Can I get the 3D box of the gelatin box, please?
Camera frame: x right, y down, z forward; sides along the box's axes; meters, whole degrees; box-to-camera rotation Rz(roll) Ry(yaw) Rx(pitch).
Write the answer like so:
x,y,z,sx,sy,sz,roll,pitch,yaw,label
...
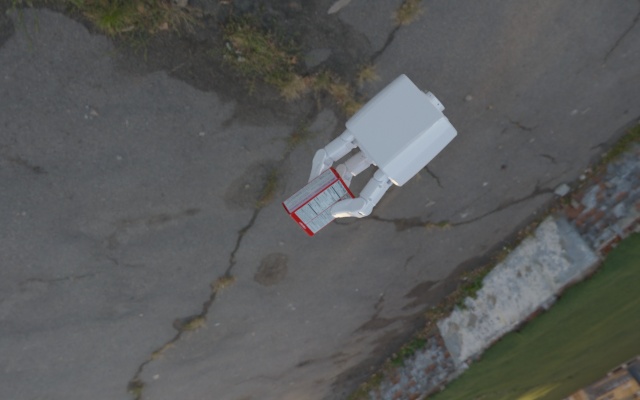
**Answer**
x,y,z,sx,sy,sz,roll,pitch,yaw,label
0.000,0.003,0.682,0.089,0.030,0.073,-37,-37,2,gelatin box
